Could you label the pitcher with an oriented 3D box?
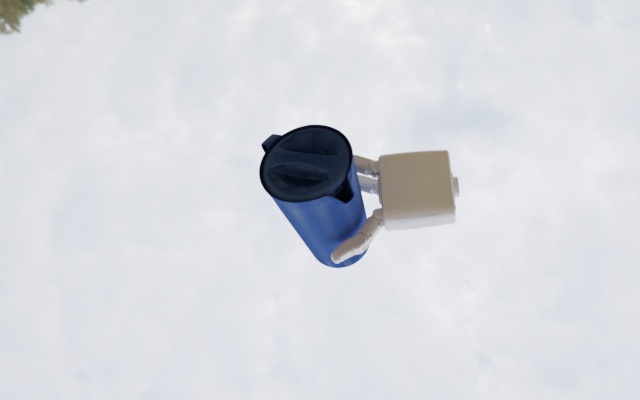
[{"bbox_3d":[0.000,0.002,0.745,0.145,0.149,0.243,-8,-34,11],"label":"pitcher"}]
